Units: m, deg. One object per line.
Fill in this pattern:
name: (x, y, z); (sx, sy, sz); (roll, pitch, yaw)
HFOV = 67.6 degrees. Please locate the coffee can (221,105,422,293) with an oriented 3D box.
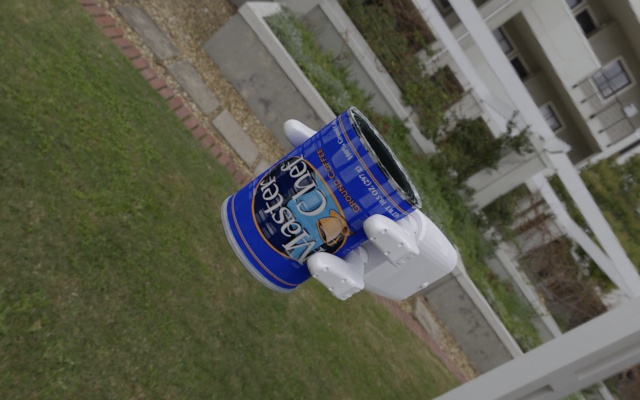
coffee can: (0.000, 0.001, 0.414); (0.140, 0.103, 0.103); (-35, -11, 17)
